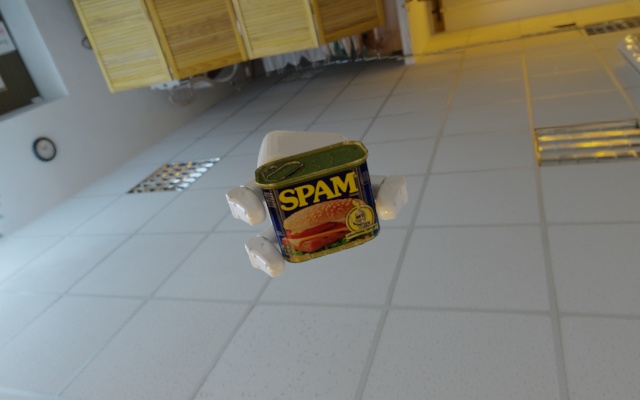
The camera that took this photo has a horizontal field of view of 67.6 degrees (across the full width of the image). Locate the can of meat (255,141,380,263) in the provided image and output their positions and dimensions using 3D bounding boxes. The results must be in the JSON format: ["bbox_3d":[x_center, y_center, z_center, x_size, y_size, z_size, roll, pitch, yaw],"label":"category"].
[{"bbox_3d":[0.000,0.002,0.441,0.102,0.084,0.057,-16,25,-3],"label":"can of meat"}]
